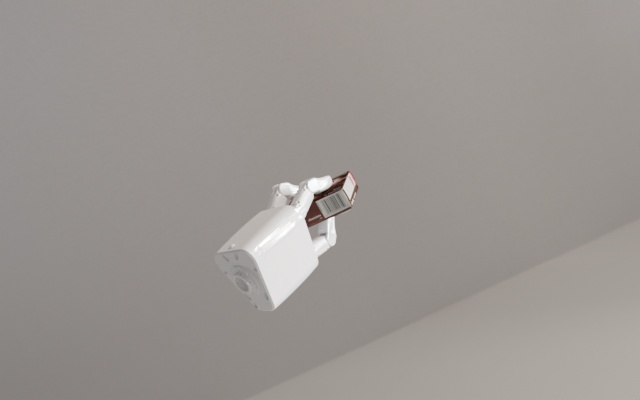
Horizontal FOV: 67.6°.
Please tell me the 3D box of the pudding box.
[{"bbox_3d":[0.000,0.003,0.758,0.113,0.039,0.090,-23,16,18],"label":"pudding box"}]
